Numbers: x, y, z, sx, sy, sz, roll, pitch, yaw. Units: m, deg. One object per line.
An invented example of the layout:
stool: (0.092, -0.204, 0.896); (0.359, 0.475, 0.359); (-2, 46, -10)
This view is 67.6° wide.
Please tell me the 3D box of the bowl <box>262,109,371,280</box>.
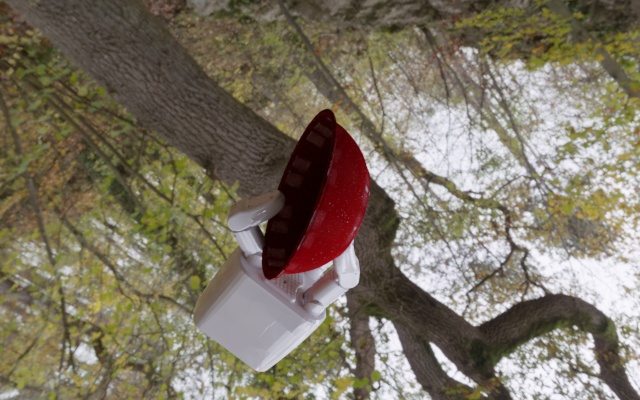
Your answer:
bowl: (0.001, 0.001, 0.436); (0.055, 0.162, 0.162); (19, -6, -16)
